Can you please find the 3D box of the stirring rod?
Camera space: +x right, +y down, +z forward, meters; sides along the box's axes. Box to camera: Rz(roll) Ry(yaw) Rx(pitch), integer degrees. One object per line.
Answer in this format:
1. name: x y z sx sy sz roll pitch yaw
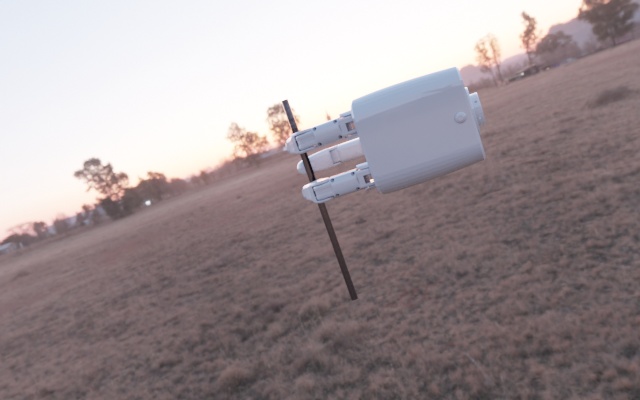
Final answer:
1. stirring rod: 0.000 0.002 0.541 0.011 0.239 0.011 -19 7 2
